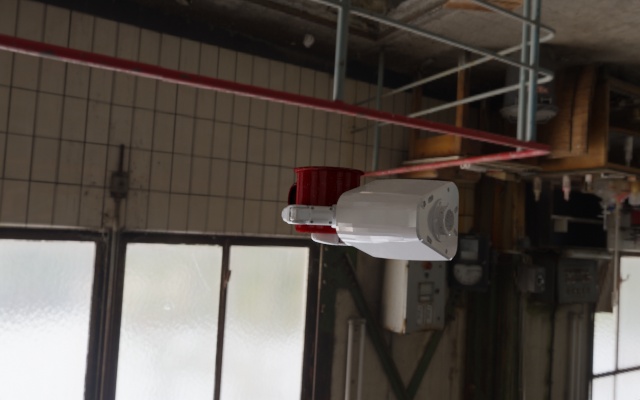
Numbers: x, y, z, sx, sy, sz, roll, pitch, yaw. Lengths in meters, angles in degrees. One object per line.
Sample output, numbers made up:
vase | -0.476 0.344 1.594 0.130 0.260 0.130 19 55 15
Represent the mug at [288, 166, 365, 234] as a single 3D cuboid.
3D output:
mug | -0.001 0.002 0.626 0.117 0.081 0.093 0 -4 40
